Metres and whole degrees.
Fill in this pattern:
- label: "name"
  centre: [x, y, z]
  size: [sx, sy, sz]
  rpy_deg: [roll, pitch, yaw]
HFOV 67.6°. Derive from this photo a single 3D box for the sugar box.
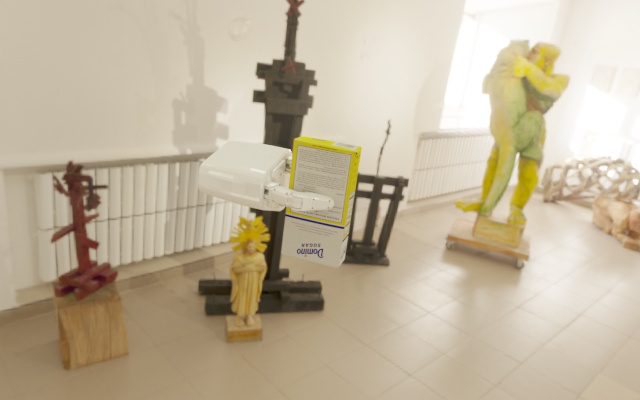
- label: "sugar box"
  centre: [0.000, 0.002, 0.695]
  size: [0.093, 0.176, 0.048]
  rpy_deg: [13, 19, 15]
